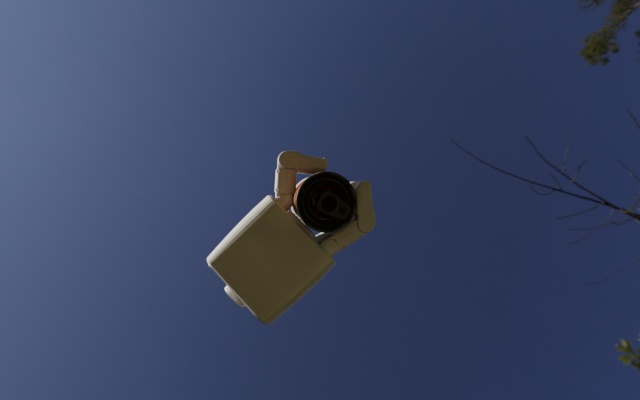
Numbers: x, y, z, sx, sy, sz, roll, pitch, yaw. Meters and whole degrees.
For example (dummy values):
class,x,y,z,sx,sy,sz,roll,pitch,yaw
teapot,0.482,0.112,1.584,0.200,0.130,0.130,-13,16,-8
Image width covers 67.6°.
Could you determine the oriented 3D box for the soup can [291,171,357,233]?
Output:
class,x,y,z,sx,sy,sz,roll,pitch,yaw
soup can,0.000,0.001,0.574,0.068,0.068,0.102,0,0,-8
